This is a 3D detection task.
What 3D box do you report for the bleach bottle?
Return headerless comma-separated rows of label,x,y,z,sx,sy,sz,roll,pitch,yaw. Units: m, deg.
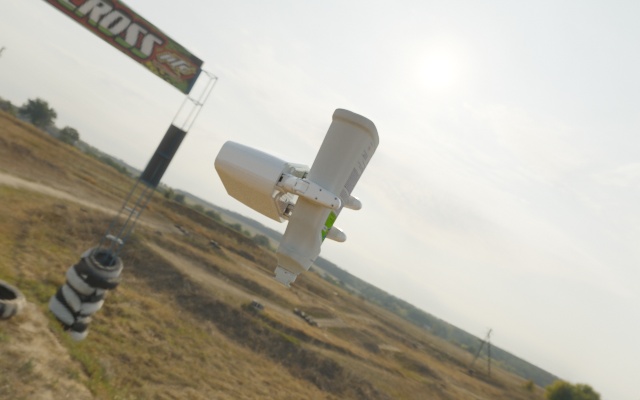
bleach bottle,0.000,0.002,0.675,0.068,0.251,0.102,25,-8,18
